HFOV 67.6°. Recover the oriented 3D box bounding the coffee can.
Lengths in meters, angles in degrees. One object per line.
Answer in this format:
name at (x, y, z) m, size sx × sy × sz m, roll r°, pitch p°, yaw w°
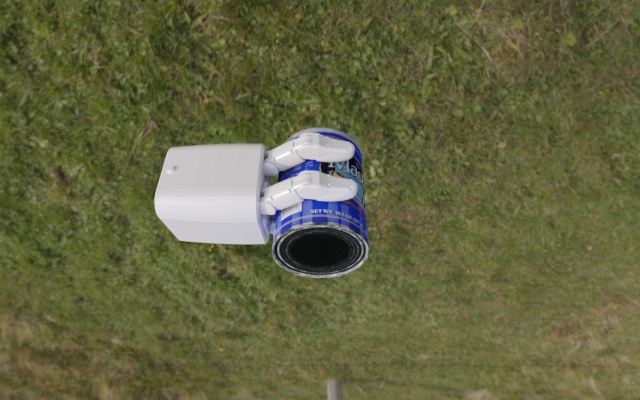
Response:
coffee can at (0.000, 0.002, 0.544) m, size 0.103 × 0.140 × 0.103 m, roll 0°, pitch -40°, yaw 0°
